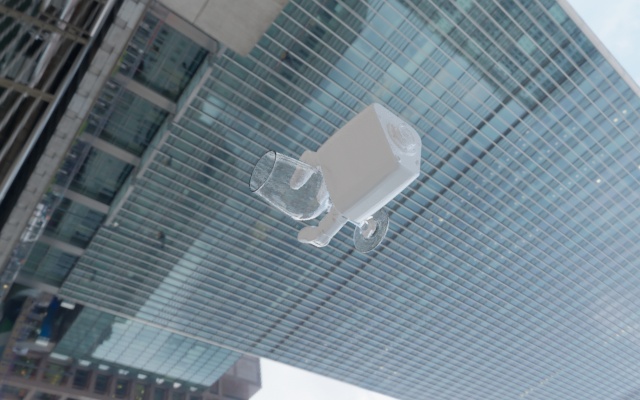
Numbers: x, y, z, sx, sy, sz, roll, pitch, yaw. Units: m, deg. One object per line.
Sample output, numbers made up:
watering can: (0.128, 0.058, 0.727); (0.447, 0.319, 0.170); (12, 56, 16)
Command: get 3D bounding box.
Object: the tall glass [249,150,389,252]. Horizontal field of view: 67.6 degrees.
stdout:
tall glass: (0.001, 0.003, 0.671); (0.201, 0.079, 0.079); (28, -15, -29)
